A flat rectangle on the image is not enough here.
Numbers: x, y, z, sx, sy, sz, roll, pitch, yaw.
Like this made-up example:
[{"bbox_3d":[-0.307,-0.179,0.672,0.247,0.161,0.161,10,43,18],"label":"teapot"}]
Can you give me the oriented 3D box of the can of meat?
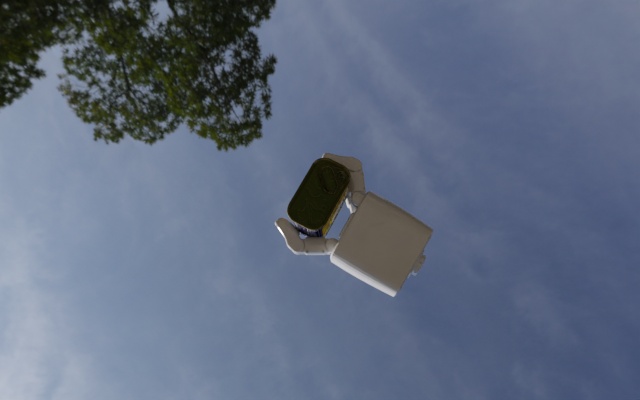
[{"bbox_3d":[0.000,0.002,0.680,0.057,0.102,0.084,27,-14,11],"label":"can of meat"}]
